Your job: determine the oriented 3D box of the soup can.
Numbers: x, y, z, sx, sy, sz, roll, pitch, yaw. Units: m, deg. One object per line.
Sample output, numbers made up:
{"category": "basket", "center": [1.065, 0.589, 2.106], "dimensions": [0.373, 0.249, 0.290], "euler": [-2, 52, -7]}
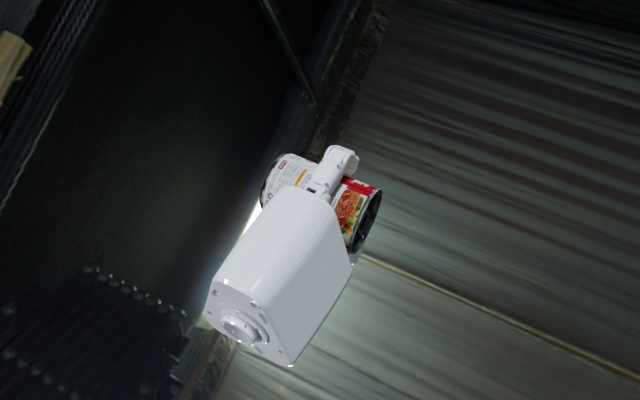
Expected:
{"category": "soup can", "center": [0.000, 0.001, 0.469], "dimensions": [0.102, 0.068, 0.068], "euler": [23, 7, 17]}
